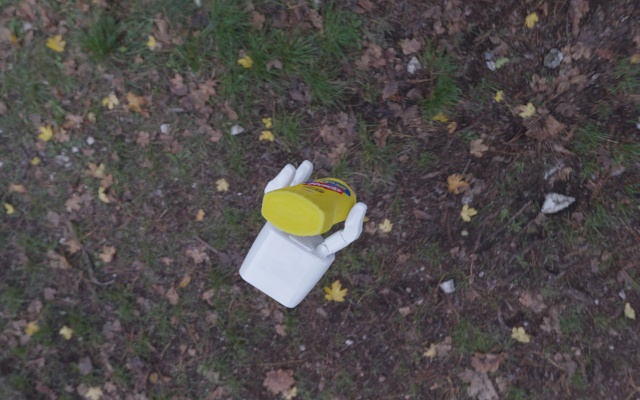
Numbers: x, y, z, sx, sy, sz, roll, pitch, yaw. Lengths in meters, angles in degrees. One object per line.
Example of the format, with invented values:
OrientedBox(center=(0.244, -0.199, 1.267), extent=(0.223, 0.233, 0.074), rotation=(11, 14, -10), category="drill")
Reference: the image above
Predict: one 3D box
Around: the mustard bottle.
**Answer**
OrientedBox(center=(0.000, 0.002, 0.712), extent=(0.096, 0.058, 0.191), rotation=(16, 15, 22), category="mustard bottle")
